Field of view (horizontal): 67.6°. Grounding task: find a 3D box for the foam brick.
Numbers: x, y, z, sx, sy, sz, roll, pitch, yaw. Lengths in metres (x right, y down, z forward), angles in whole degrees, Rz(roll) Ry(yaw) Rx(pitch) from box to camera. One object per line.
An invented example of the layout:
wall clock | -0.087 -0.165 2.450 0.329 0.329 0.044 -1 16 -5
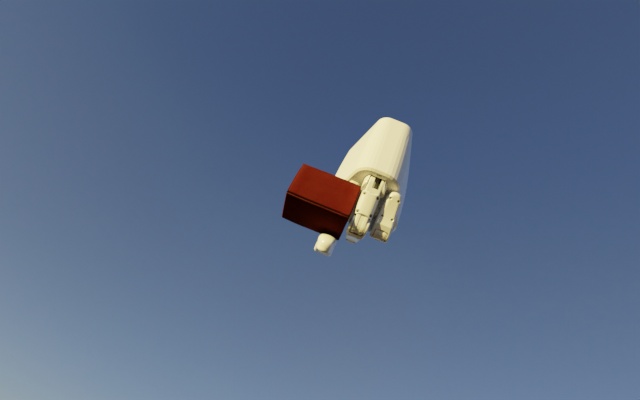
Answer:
foam brick | 0.000 0.002 0.571 0.078 0.051 0.053 22 -38 2
